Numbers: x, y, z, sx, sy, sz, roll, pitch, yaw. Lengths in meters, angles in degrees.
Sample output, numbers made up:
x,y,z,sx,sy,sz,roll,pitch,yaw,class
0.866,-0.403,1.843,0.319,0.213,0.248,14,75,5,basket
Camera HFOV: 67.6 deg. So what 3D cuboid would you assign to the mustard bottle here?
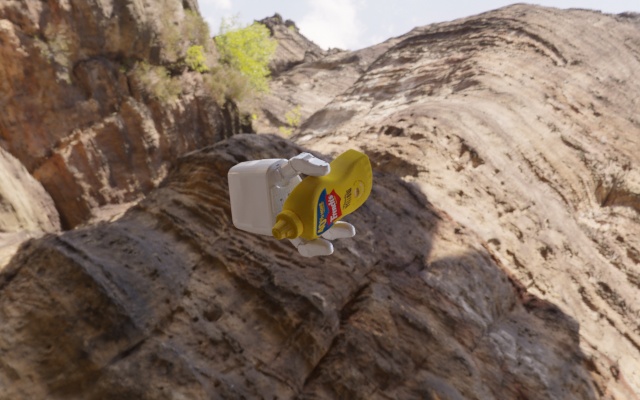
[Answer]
x,y,z,sx,sy,sz,roll,pitch,yaw,class
0.001,0.002,0.696,0.058,0.096,0.191,28,43,29,mustard bottle
